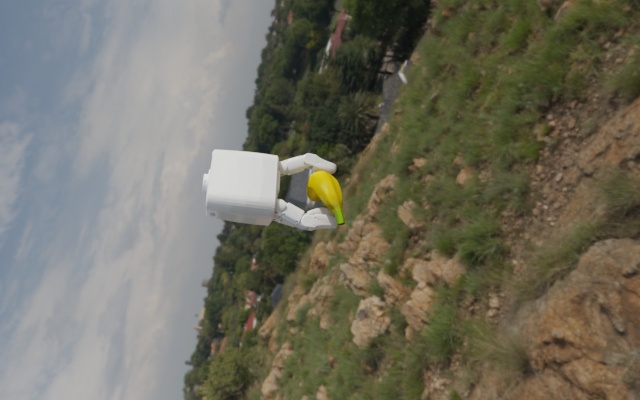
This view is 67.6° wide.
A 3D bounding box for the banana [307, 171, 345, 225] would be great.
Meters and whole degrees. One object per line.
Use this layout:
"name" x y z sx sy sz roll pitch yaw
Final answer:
"banana" 0.002 -0.015 0.777 0.037 0.069 0.197 0 11 -11
